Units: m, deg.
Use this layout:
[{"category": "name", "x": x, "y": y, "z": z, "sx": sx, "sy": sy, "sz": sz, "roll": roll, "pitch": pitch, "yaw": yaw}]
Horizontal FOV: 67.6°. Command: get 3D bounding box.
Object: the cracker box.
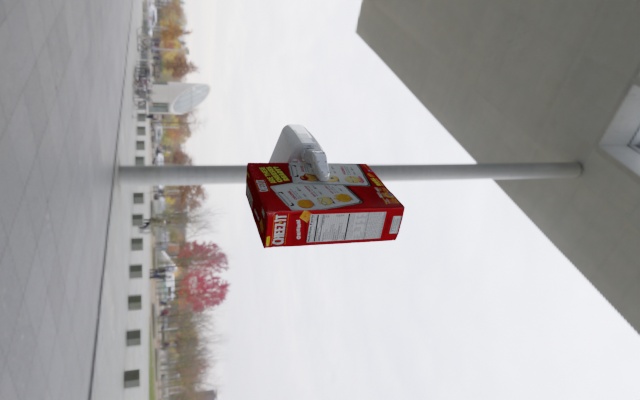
[{"category": "cracker box", "x": 0.000, "y": 0.002, "z": 0.758, "sx": 0.214, "sy": 0.072, "sz": 0.164, "roll": -2, "pitch": 29, "yaw": -18}]
